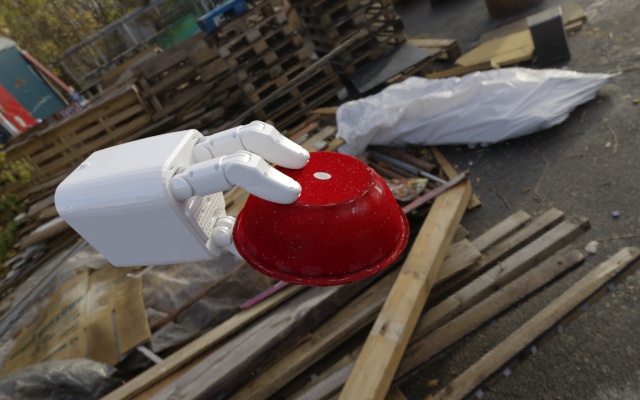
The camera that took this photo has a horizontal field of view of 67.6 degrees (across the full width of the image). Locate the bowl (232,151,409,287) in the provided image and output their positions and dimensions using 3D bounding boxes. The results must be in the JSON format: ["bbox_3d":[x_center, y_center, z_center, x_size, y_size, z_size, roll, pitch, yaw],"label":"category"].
[{"bbox_3d":[0.001,0.001,0.425,0.162,0.055,0.162,0,34,0],"label":"bowl"}]
